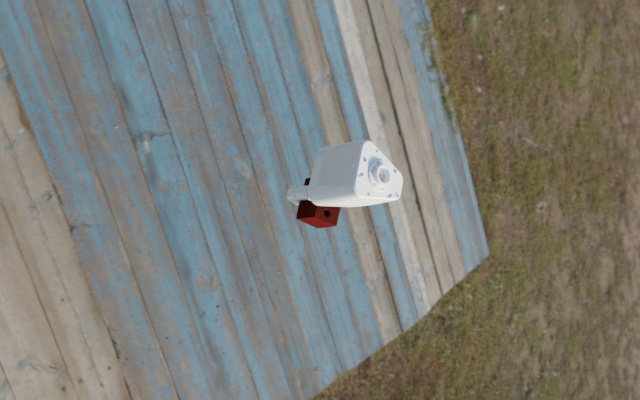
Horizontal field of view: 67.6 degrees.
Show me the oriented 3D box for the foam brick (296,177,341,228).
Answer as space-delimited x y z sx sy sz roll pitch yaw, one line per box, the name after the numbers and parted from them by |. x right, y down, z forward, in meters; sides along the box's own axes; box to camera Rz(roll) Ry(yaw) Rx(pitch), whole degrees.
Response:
0.000 0.003 0.820 0.053 0.078 0.051 24 -19 -36 | foam brick
